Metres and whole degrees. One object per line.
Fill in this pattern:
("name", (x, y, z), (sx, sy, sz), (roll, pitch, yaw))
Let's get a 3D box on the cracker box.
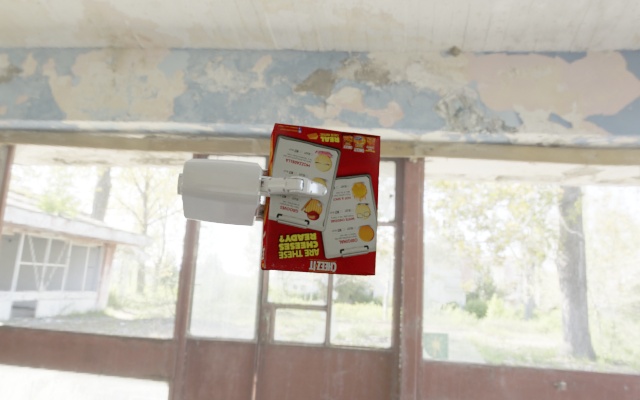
("cracker box", (0.000, 0.002, 0.718), (0.164, 0.213, 0.072), (5, -10, -10))
